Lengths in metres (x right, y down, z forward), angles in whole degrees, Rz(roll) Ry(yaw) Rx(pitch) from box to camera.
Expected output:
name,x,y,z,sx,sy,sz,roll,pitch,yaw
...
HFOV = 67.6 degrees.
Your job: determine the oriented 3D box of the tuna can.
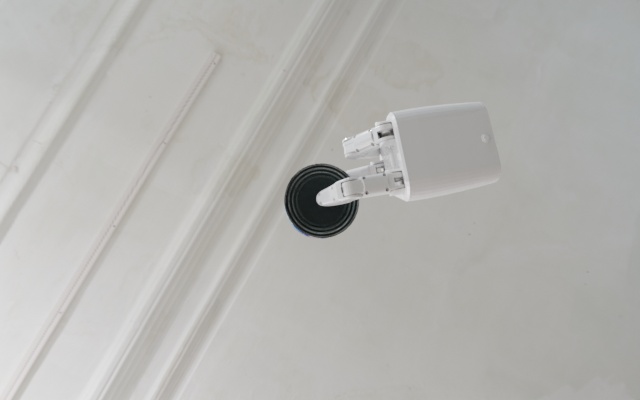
name,x,y,z,sx,sy,sz,roll,pitch,yaw
tuna can,0.000,0.002,0.558,0.086,0.086,0.034,0,-7,-6
